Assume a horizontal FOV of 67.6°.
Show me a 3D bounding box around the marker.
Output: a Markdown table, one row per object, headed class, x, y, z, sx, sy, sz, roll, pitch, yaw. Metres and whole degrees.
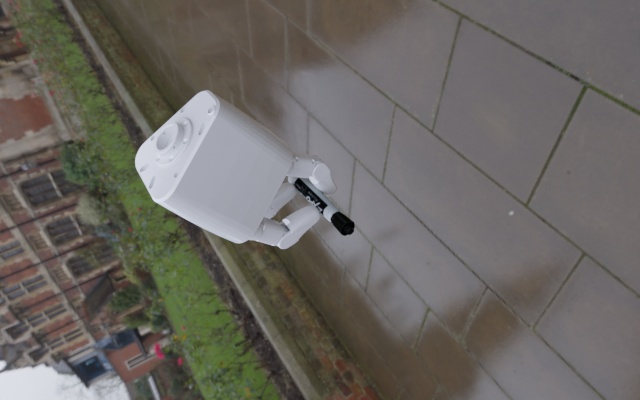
| class | x | y | z | sx | sy | sz | roll | pitch | yaw |
| --- | --- | --- | --- | --- | --- | --- | --- | --- | --- |
| marker | 0.000 | 0.002 | 0.546 | 0.020 | 0.020 | 0.121 | 0 | 31 | -38 |
